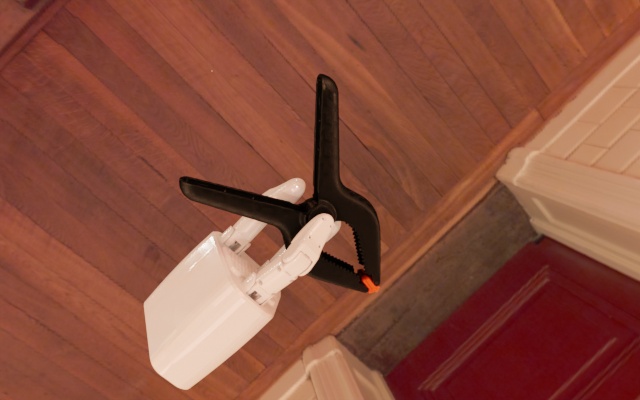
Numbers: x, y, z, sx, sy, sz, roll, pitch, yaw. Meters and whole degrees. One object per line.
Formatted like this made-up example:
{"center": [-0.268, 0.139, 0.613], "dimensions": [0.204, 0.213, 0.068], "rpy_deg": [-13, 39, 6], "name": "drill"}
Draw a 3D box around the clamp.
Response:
{"center": [0.000, 0.002, 0.447], "dimensions": [0.164, 0.210, 0.036], "rpy_deg": [-42, 20, 5], "name": "clamp"}
